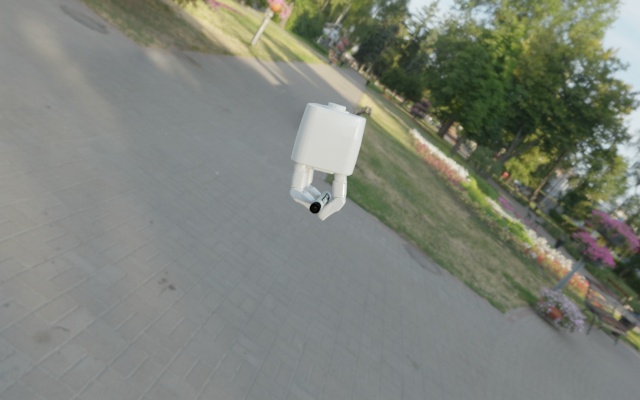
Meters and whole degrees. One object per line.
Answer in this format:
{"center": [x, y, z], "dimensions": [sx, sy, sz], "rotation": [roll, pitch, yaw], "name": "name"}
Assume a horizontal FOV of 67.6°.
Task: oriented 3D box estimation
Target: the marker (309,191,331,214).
{"center": [0.000, 0.003, 0.856], "dimensions": [0.020, 0.020, 0.121], "rotation": [0, 11, 11], "name": "marker"}
